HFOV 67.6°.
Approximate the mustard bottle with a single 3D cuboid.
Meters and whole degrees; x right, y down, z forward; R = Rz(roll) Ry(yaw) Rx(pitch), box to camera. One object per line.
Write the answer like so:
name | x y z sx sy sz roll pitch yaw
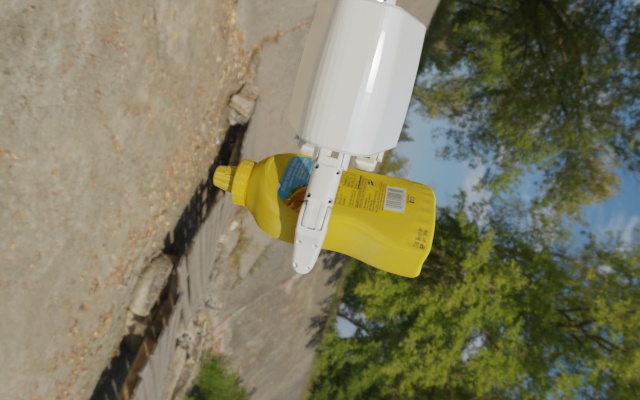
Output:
mustard bottle | 0.000 0.002 0.418 0.191 0.058 0.096 15 41 3
